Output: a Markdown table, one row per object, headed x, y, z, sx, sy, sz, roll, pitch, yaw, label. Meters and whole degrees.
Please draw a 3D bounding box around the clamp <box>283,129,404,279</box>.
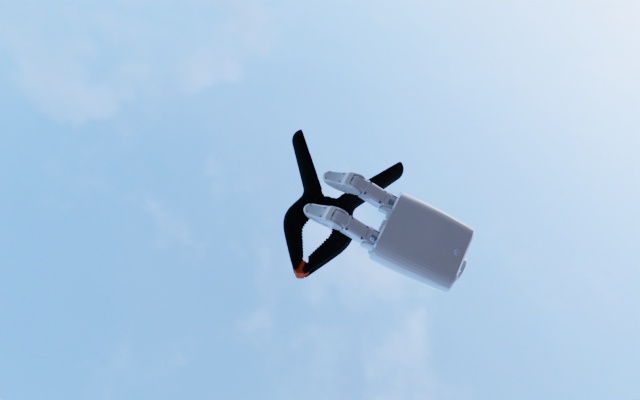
| x | y | z | sx | sy | sz | roll | pitch | yaw | label |
| --- | --- | --- | --- | --- | --- | --- | --- | --- | --- |
| 0.000 | 0.003 | 0.647 | 0.164 | 0.210 | 0.036 | 25 | -22 | 11 | clamp |
